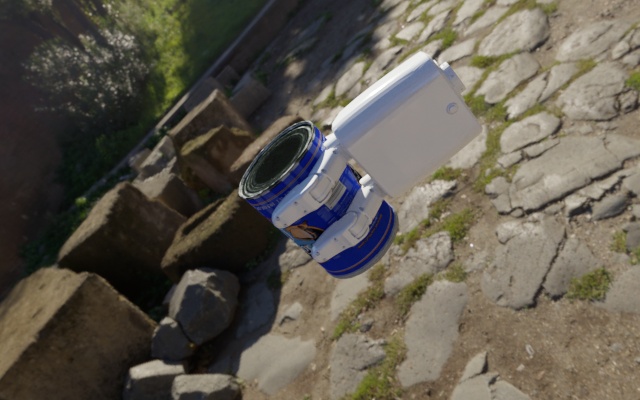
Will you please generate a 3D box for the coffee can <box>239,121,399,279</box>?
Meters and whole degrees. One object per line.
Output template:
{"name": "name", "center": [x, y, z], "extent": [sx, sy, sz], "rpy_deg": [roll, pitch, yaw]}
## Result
{"name": "coffee can", "center": [0.000, 0.002, 0.503], "extent": [0.140, 0.102, 0.103], "rpy_deg": [44, -23, -26]}
